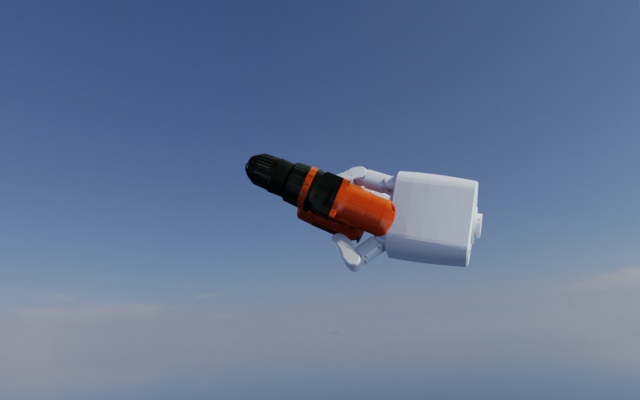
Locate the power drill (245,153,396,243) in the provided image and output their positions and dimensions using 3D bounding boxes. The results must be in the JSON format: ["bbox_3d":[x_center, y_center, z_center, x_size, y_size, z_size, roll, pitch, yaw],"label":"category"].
[{"bbox_3d":[0.000,0.002,0.626,0.184,0.057,0.188,24,-6,5],"label":"power drill"}]
